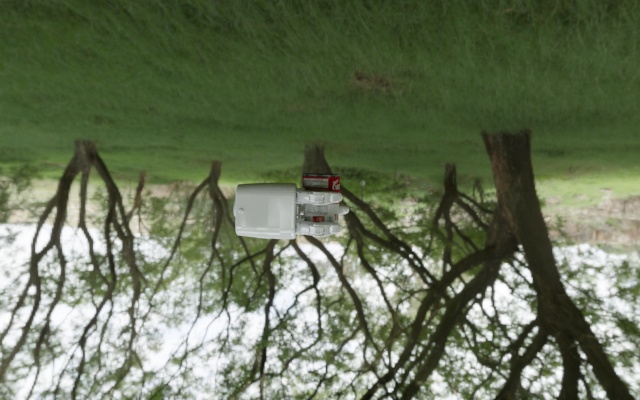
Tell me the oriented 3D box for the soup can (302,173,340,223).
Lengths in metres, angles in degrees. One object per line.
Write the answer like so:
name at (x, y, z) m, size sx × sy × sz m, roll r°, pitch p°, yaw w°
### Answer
soup can at (0.001, 0.003, 0.864) m, size 0.068 × 0.102 × 0.068 m, roll 1°, pitch 5°, yaw 0°
